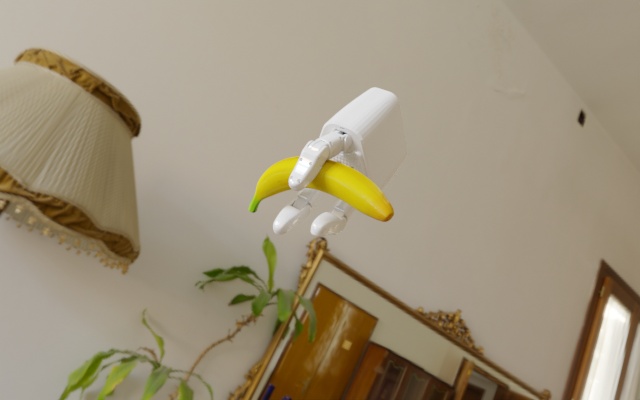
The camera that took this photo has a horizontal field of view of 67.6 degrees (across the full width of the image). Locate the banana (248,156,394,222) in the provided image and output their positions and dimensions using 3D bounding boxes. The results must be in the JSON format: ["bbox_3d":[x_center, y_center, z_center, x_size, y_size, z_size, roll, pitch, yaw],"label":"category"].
[{"bbox_3d":[-0.004,-0.017,0.551,0.198,0.069,0.037,3,13,35],"label":"banana"}]
